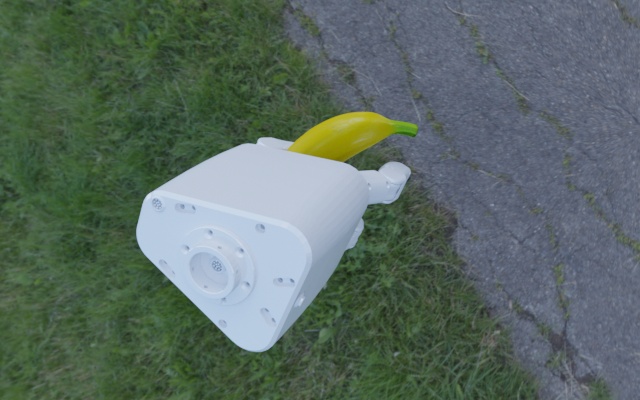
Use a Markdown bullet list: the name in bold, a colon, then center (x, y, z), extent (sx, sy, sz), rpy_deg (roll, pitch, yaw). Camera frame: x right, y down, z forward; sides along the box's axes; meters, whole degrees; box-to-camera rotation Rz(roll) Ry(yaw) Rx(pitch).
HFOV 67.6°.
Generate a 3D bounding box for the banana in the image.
- **banana**: center (-0.011, -0.012, 0.409), extent (0.198, 0.070, 0.037), rpy_deg (-42, 18, 25)
